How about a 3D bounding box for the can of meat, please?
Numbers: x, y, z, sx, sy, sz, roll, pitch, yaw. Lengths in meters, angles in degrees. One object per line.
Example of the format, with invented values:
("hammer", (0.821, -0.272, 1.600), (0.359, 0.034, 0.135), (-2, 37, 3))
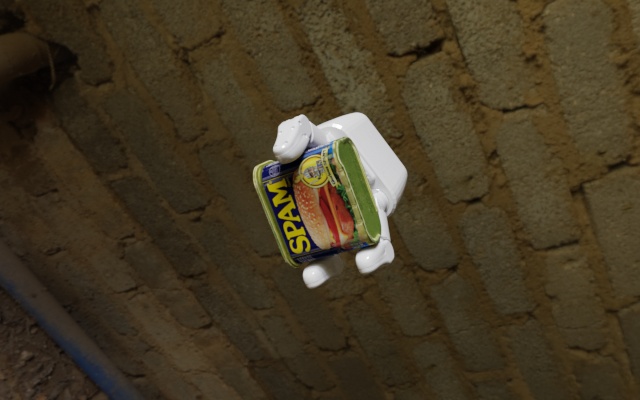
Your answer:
("can of meat", (0.000, 0.001, 0.431), (0.084, 0.102, 0.057), (-17, 8, 23))
